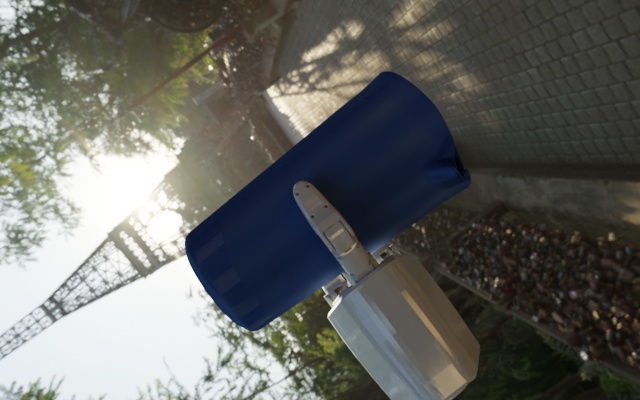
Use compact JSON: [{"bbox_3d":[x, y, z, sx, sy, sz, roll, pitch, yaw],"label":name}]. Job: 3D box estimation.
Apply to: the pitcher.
[{"bbox_3d":[0.000,0.002,0.446,0.243,0.145,0.149,-37,-14,-4],"label":"pitcher"}]
